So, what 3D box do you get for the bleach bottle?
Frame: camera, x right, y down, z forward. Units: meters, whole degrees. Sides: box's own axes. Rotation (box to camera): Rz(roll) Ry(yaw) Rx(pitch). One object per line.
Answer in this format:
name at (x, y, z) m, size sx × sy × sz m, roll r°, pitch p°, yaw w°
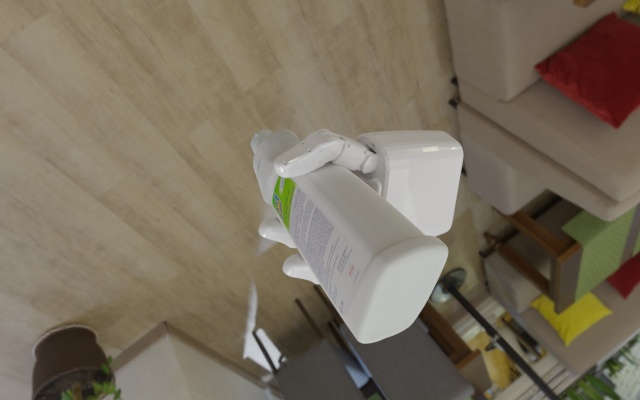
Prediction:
bleach bottle at (0.000, 0.002, 0.435) m, size 0.068 × 0.103 × 0.250 m, roll -9°, pitch 41°, yaw -31°
